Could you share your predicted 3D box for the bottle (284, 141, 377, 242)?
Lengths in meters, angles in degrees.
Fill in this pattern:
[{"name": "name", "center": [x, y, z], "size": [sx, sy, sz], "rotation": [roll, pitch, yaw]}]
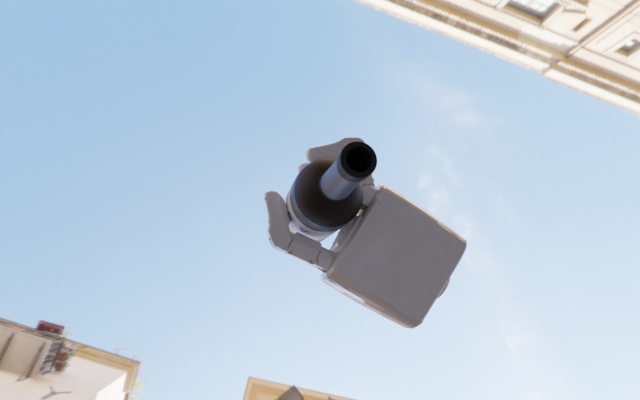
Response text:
[{"name": "bottle", "center": [0.000, 0.002, 0.479], "size": [0.069, 0.069, 0.296], "rotation": [0, -12, -11]}]
